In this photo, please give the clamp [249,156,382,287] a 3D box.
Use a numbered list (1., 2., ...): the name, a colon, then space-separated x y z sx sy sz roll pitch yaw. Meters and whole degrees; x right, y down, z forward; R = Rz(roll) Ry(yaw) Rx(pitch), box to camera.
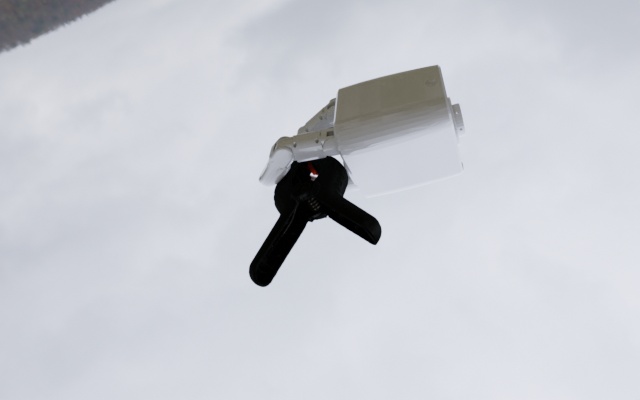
1. clamp: 0.000 0.002 0.452 0.120 0.039 0.171 -12 40 17
